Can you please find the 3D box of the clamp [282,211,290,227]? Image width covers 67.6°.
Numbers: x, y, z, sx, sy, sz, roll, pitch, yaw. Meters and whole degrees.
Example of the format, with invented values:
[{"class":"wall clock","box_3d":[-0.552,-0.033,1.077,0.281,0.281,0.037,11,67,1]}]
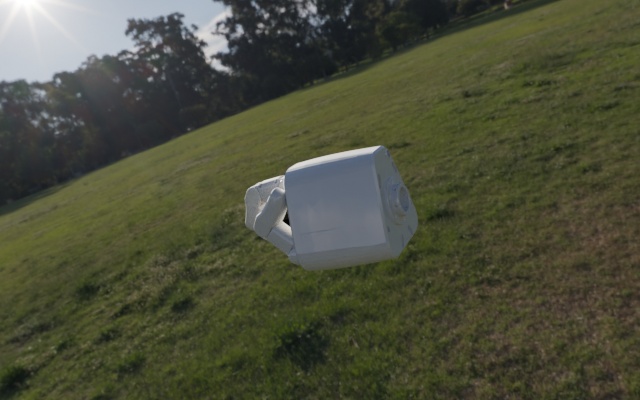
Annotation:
[{"class":"clamp","box_3d":[0.000,0.001,0.604,0.120,0.039,0.171,-11,16,32]}]
